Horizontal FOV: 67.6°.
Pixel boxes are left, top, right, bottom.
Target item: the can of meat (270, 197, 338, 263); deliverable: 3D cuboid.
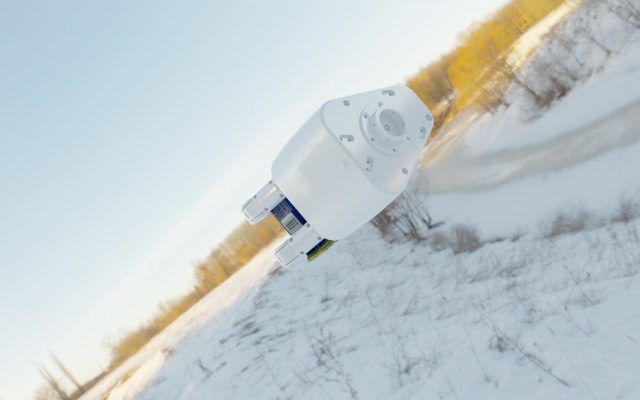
[{"bbox_3d":[0.000,0.001,0.514,0.102,0.084,0.057,-39,-1,-32],"label":"can of meat"}]
